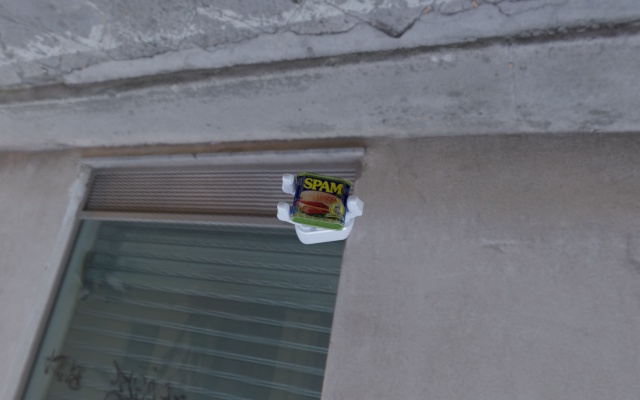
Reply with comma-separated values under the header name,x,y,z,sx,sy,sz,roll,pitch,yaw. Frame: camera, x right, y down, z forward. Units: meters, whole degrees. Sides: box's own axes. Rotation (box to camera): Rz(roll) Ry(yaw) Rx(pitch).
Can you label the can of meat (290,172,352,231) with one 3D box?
name,x,y,z,sx,sy,sz,roll,pitch,yaw
can of meat,0.000,0.003,0.855,0.102,0.084,0.057,10,-17,-1
